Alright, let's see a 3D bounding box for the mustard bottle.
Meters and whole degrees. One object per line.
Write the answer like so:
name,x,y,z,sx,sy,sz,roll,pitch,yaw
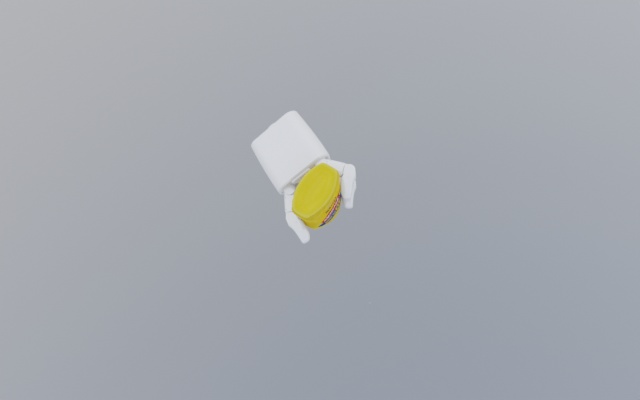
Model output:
mustard bottle,0.000,0.003,0.842,0.058,0.096,0.192,30,-7,11
